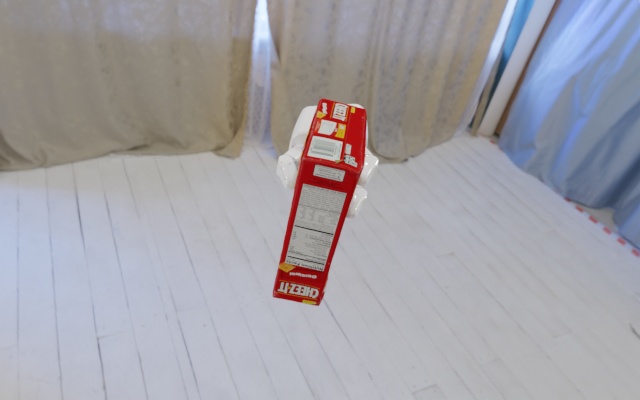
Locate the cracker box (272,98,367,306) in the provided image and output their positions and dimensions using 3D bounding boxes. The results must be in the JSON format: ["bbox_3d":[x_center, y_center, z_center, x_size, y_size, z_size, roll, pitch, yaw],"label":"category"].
[{"bbox_3d":[0.000,0.002,0.615,0.072,0.214,0.164,13,35,-1],"label":"cracker box"}]
